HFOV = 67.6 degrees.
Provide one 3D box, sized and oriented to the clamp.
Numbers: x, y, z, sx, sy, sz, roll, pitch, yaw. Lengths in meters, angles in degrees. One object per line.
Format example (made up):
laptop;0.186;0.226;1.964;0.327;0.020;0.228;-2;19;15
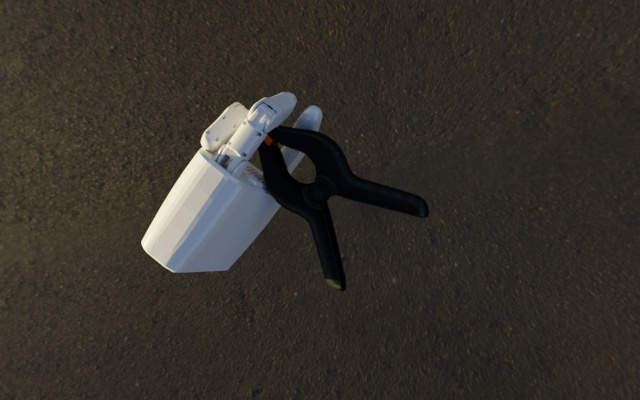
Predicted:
clamp;0.000;0.001;0.447;0.171;0.120;0.039;38;9;5
